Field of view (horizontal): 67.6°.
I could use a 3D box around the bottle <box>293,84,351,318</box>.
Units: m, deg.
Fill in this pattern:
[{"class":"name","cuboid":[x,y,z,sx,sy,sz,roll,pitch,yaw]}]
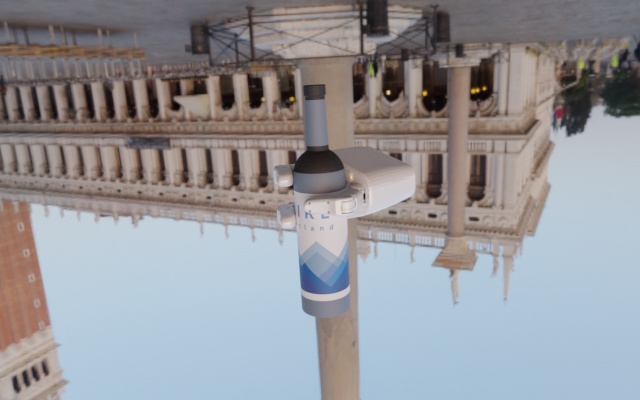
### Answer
[{"class":"bottle","cuboid":[0.000,0.002,0.616,0.069,0.296,0.069,-3,14,1]}]
